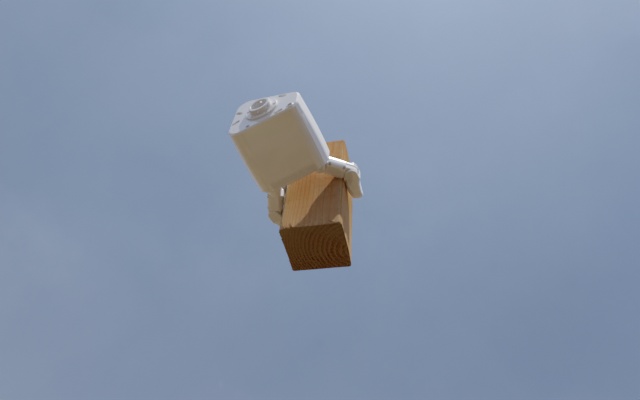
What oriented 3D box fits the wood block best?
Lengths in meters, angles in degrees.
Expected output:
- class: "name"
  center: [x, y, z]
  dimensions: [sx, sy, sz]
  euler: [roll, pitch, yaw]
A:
- class: "wood block"
  center: [0.000, 0.002, 0.752]
  dimensions: [0.091, 0.090, 0.206]
  euler: [-6, 39, 10]
